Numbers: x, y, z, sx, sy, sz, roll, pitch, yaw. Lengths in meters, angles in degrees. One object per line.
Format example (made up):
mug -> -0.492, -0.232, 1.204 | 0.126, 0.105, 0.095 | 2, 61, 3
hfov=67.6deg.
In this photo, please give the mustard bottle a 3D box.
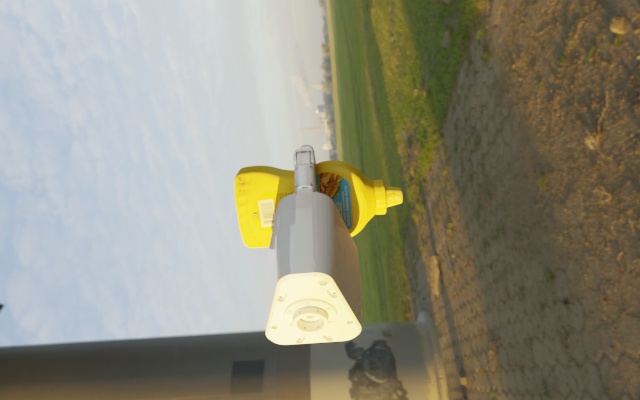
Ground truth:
mustard bottle -> 0.000, 0.002, 0.564 | 0.191, 0.096, 0.058 | -5, 18, 2
